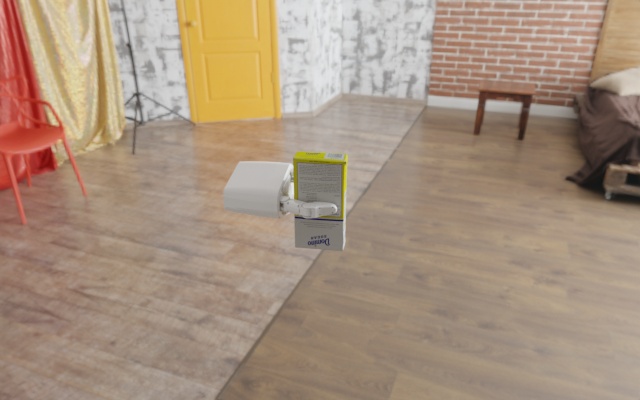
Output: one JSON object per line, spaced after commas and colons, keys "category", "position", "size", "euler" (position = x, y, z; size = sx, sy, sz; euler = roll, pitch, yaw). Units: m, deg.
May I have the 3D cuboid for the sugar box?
{"category": "sugar box", "position": [0.000, 0.002, 0.861], "size": [0.093, 0.176, 0.048], "euler": [4, 26, 8]}
